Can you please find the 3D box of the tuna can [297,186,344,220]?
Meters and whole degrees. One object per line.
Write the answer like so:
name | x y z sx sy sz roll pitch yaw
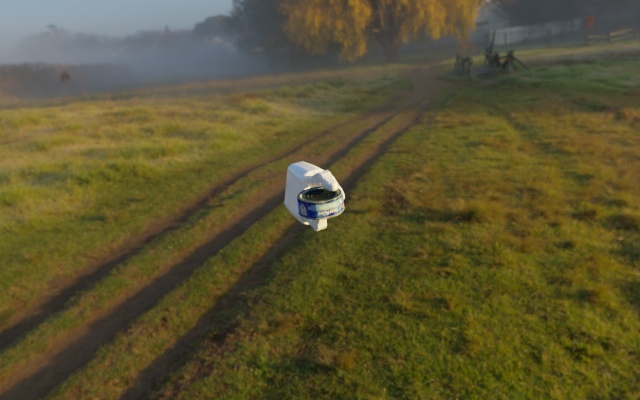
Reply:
tuna can | 0.000 0.002 0.882 0.086 0.034 0.086 -5 22 2
